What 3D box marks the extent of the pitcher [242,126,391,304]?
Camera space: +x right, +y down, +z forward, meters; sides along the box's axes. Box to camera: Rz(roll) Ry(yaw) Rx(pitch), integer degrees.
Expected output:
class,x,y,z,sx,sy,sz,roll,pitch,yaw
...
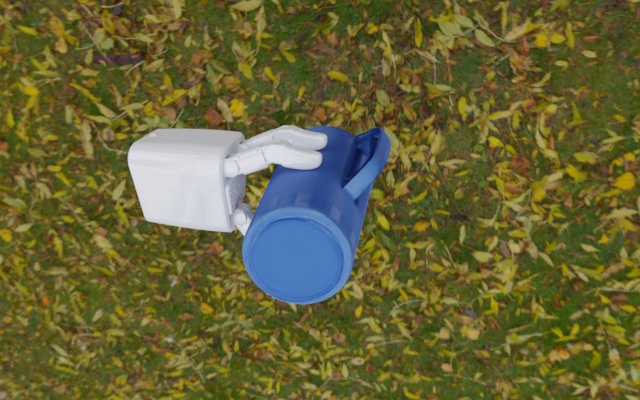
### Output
class,x,y,z,sx,sy,sz,roll,pitch,yaw
pitcher,0.000,0.002,0.550,0.145,0.149,0.242,8,25,5
